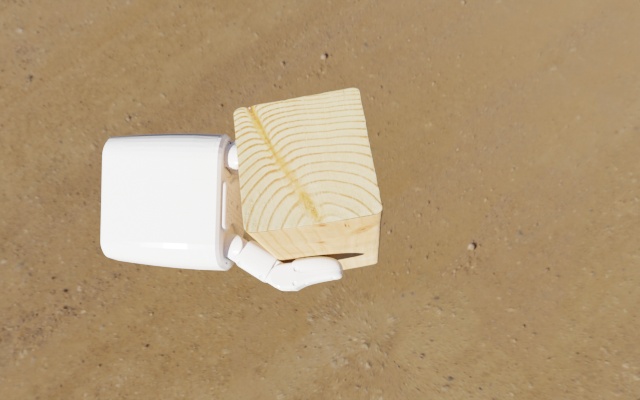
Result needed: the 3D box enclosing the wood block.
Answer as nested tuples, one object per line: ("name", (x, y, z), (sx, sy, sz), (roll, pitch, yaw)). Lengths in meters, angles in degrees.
("wood block", (0.000, 0.002, 0.407), (0.090, 0.090, 0.206), (-9, -17, 4))
